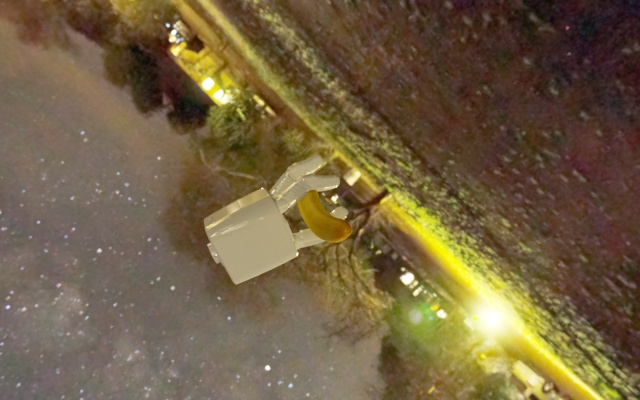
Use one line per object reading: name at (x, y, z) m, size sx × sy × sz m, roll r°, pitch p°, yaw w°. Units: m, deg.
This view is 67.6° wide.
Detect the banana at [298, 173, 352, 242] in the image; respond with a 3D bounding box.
banana at (-0.002, 0.017, 0.718) m, size 0.037 × 0.070 × 0.197 m, roll -7°, pitch 33°, yaw -18°
